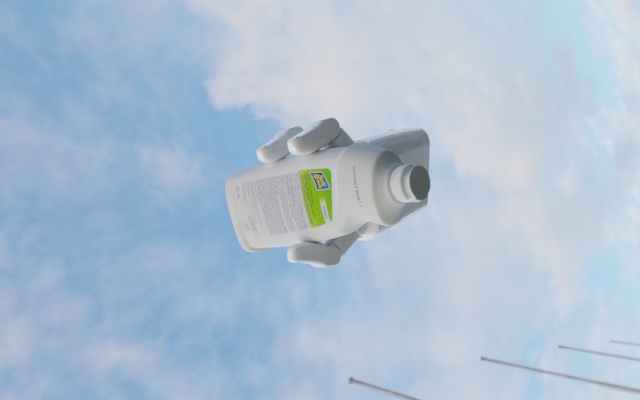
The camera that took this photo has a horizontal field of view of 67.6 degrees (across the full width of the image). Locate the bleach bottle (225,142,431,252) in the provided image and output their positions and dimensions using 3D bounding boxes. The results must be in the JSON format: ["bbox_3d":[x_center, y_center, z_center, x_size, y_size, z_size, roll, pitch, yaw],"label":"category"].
[{"bbox_3d":[0.000,0.001,0.478,0.068,0.102,0.251,-23,11,-40],"label":"bleach bottle"}]
